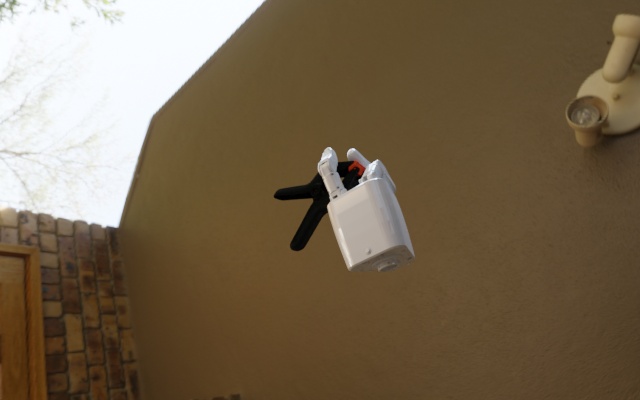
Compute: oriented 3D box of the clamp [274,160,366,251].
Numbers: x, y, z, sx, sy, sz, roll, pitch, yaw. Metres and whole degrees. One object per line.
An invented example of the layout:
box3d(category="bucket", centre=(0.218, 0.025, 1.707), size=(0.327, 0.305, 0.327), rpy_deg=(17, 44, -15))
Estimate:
box3d(category="clamp", centre=(0.001, 0.002, 0.758), size=(0.171, 0.120, 0.039), rpy_deg=(-30, -28, 28))
